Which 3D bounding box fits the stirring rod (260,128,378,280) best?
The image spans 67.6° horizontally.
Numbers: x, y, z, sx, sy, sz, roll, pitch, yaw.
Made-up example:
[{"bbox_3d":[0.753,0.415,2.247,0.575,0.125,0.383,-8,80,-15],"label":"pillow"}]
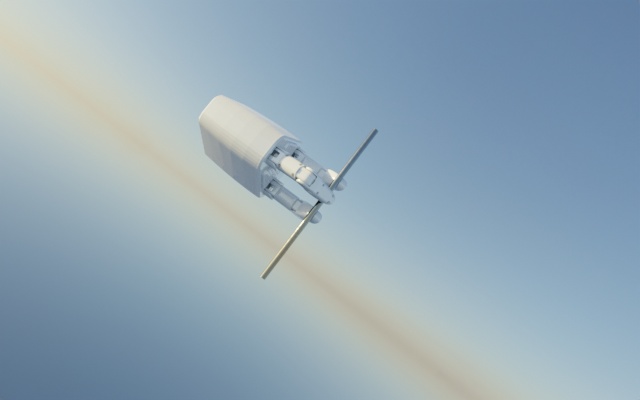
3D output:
[{"bbox_3d":[0.000,0.002,0.610,0.011,0.239,0.011,37,-8,6],"label":"stirring rod"}]
